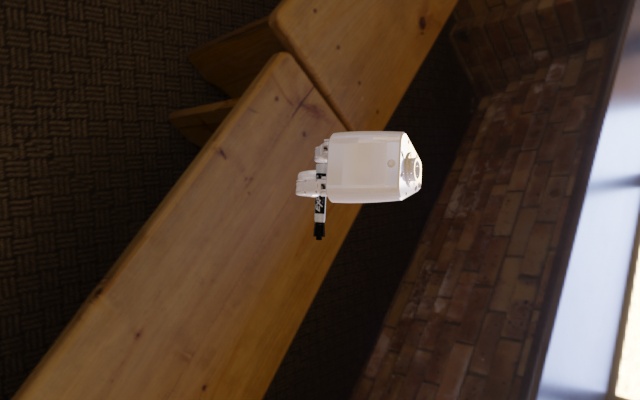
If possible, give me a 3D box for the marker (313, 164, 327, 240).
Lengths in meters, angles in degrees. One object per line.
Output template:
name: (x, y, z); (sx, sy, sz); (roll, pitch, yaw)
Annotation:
marker: (0.000, 0.002, 0.758); (0.020, 0.121, 0.020); (2, -3, 0)
